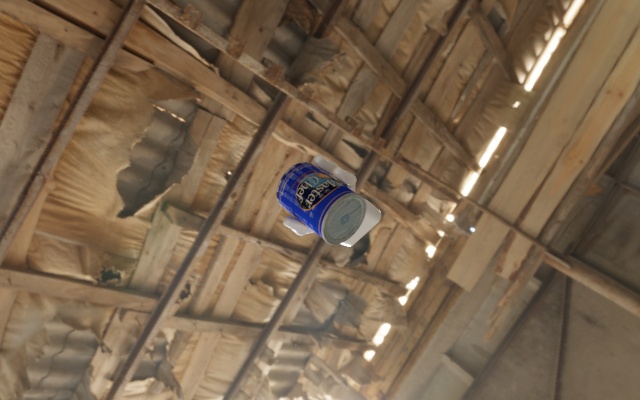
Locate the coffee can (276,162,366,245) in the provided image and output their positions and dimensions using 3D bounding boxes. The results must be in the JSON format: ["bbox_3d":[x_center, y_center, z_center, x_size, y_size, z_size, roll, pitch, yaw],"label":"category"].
[{"bbox_3d":[0.000,0.003,0.885,0.103,0.103,0.140,0,27,-46],"label":"coffee can"}]
